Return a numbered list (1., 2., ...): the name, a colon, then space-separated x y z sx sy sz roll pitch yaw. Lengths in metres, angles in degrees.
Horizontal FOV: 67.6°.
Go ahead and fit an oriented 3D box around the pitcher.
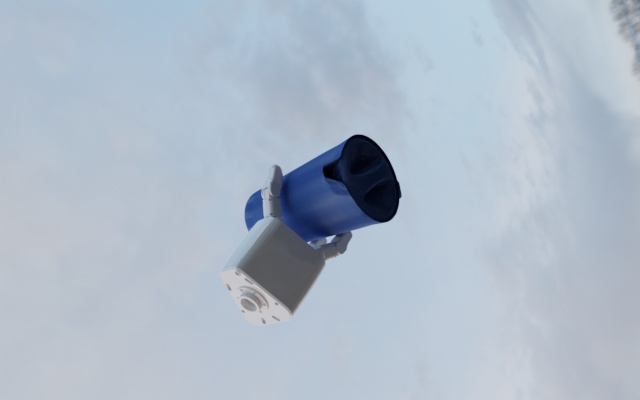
1. pitcher: 0.000 0.003 0.760 0.243 0.149 0.145 -22 25 40
